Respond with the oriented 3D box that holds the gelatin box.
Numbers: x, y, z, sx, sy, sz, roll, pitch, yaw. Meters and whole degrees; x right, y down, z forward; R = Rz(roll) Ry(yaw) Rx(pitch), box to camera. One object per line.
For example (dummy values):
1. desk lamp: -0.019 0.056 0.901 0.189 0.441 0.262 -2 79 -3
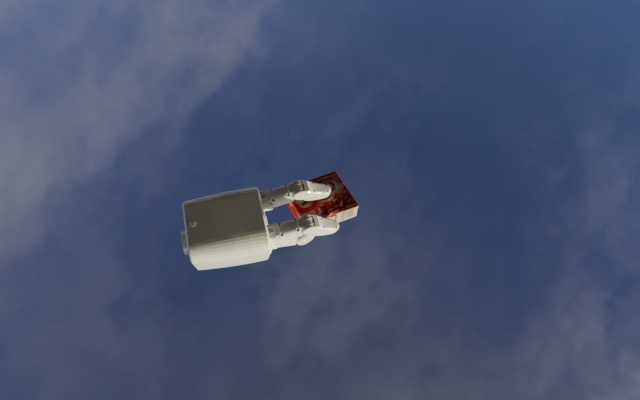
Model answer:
1. gelatin box: 0.000 0.002 0.703 0.089 0.073 0.030 -19 -33 -21
